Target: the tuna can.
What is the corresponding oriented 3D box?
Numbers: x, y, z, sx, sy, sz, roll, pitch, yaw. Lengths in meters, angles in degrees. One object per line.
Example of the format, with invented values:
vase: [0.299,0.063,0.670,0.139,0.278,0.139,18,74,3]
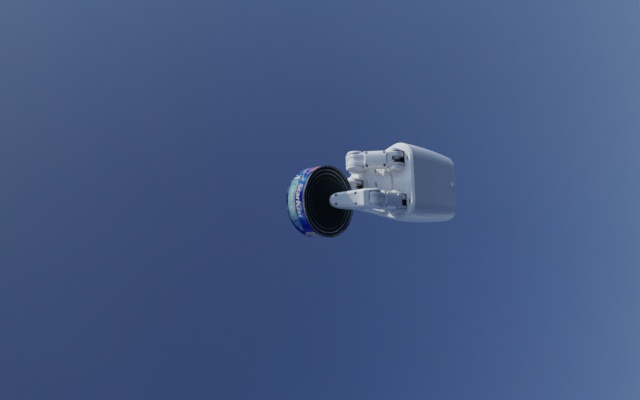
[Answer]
tuna can: [0.000,0.002,0.575,0.034,0.086,0.086,-5,-4,44]
